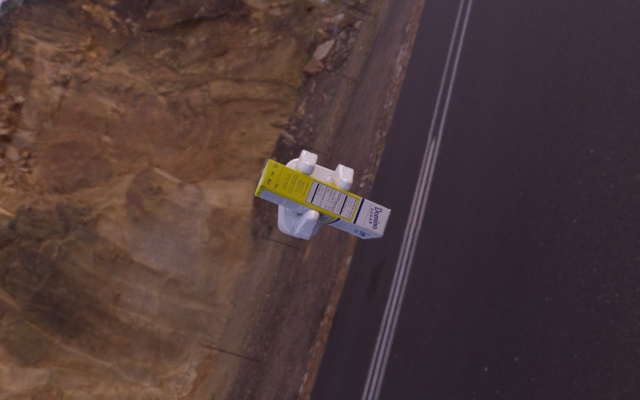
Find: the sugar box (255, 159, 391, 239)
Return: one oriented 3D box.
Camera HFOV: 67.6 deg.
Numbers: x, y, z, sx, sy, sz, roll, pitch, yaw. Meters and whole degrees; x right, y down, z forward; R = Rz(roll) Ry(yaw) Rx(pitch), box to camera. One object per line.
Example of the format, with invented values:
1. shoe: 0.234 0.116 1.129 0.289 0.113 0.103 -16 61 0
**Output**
1. sugar box: 0.000 0.002 0.661 0.176 0.048 0.093 20 -10 -8
